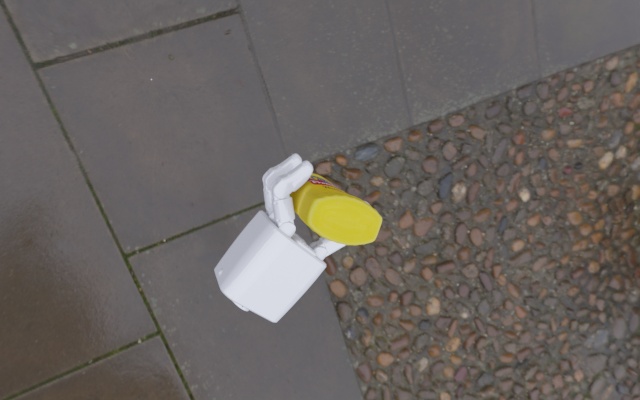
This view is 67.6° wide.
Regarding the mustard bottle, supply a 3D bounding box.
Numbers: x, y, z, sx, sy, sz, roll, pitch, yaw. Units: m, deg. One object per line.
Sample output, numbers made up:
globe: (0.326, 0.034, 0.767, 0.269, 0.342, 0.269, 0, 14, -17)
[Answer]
mustard bottle: (0.000, 0.002, 0.636, 0.096, 0.058, 0.191, 14, 9, -22)
